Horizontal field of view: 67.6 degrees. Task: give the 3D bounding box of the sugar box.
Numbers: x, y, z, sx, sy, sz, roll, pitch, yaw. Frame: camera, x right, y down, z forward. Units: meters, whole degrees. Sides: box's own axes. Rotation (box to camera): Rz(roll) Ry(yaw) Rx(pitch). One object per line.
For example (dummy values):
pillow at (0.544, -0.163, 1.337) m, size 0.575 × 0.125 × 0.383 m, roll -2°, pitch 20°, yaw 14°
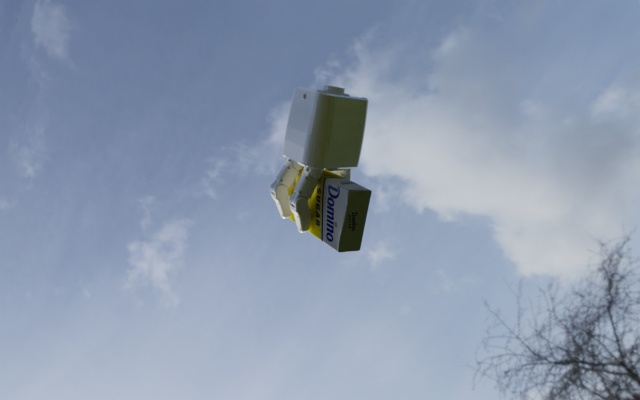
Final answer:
sugar box at (0.000, 0.002, 0.721) m, size 0.048 × 0.093 × 0.176 m, roll 0°, pitch 18°, yaw -32°
